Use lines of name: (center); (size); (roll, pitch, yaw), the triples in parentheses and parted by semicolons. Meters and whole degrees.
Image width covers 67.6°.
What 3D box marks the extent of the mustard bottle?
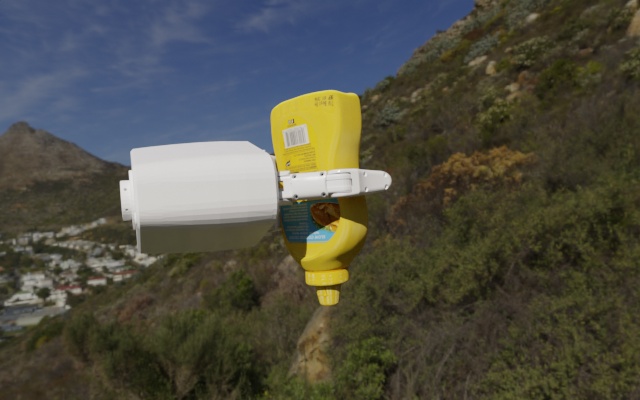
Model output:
mustard bottle: (0.000, 0.001, 0.447); (0.096, 0.191, 0.058); (-5, -1, 45)
